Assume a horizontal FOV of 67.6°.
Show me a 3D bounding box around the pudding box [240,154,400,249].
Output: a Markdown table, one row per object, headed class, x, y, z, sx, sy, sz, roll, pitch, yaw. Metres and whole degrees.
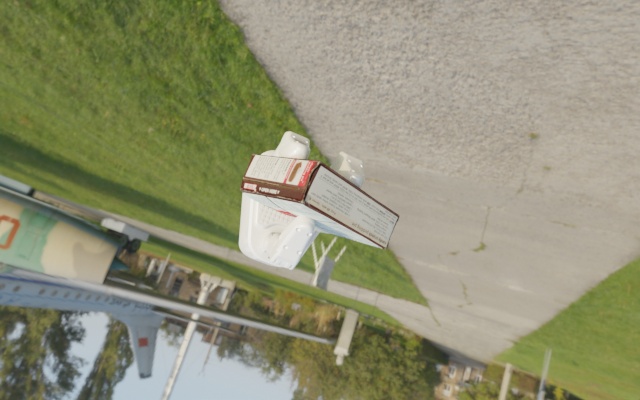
| class | x | y | z | sx | sy | sz | roll | pitch | yaw |
| --- | --- | --- | --- | --- | --- | --- | --- | --- | --- |
| pudding box | 0.000 | 0.002 | 0.416 | 0.090 | 0.039 | 0.113 | 10 | -14 | 47 |
